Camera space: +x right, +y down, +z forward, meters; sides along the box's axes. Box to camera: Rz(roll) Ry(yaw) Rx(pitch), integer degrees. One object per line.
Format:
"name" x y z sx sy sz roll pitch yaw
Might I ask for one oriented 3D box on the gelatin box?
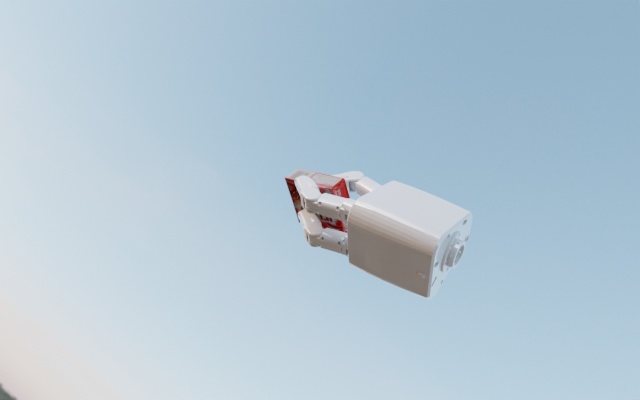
"gelatin box" 0.000 0.002 0.623 0.089 0.073 0.030 15 42 42
